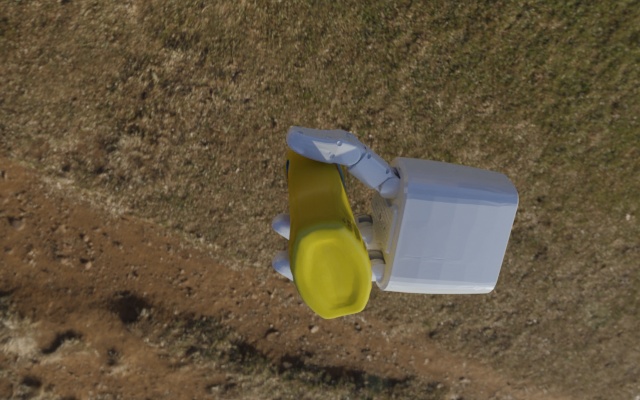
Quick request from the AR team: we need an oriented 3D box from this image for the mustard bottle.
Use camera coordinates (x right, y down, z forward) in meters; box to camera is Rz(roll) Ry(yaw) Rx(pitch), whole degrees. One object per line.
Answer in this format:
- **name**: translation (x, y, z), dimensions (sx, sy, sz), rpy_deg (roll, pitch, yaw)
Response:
- **mustard bottle**: translation (0.000, 0.002, 0.418), dimensions (0.058, 0.096, 0.191), rpy_deg (-15, 35, 4)
